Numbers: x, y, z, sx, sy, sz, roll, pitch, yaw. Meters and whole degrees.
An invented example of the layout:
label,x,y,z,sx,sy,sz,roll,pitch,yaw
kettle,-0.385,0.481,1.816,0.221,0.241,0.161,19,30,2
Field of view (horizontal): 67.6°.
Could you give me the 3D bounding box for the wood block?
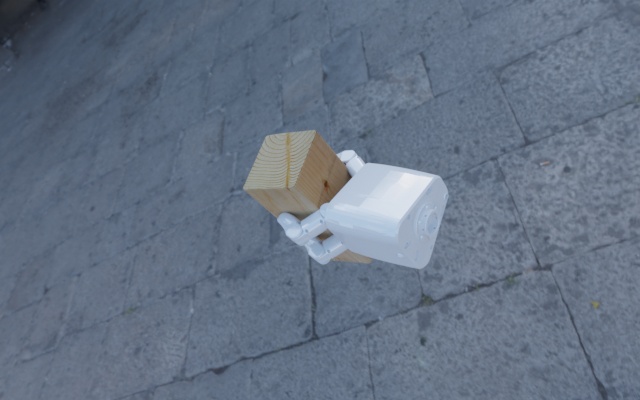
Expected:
label,x,y,z,sx,sy,sz,roll,pitch,yaw
wood block,0.000,0.002,0.677,0.090,0.090,0.206,-1,-32,37
